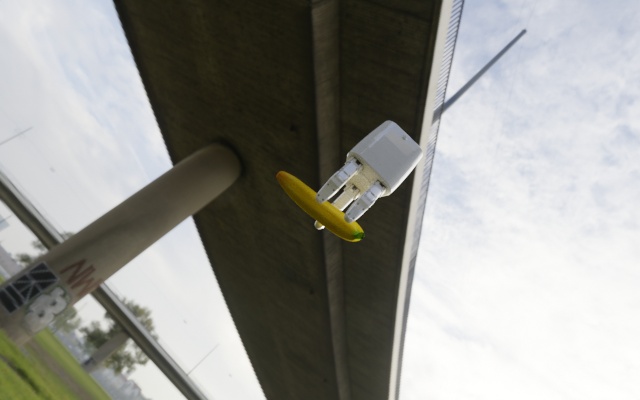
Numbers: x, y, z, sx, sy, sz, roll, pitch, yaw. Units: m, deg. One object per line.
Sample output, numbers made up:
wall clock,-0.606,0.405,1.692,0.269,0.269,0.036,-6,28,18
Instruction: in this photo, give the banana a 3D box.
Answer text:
banana,0.005,0.014,0.808,0.197,0.037,0.070,35,-21,26
